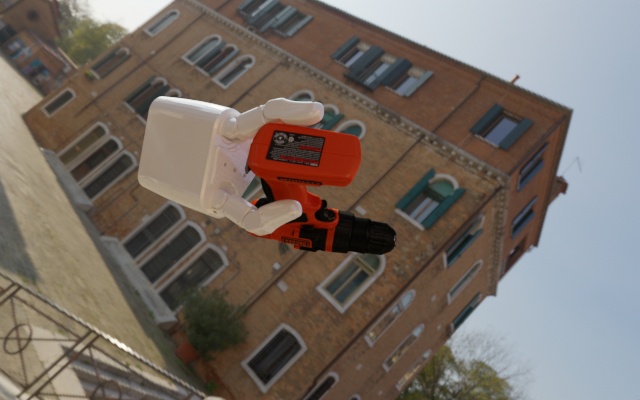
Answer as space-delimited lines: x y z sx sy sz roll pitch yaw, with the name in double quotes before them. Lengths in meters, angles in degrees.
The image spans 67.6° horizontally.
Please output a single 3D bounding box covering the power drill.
"power drill" 0.000 0.001 0.517 0.184 0.057 0.188 8 -31 4
